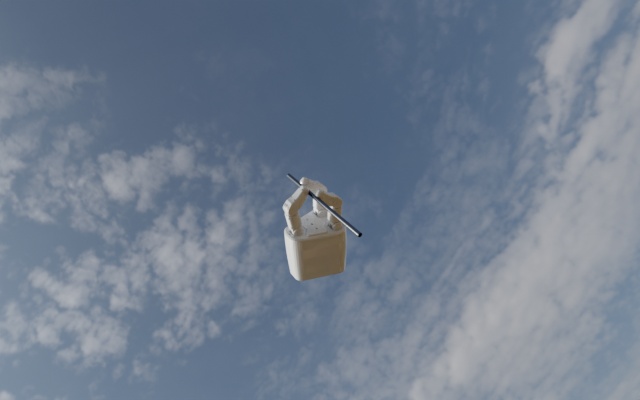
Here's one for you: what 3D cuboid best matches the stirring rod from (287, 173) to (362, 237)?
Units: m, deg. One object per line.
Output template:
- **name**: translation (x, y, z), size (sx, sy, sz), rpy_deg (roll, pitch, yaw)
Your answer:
- **stirring rod**: translation (0.000, 0.003, 0.841), size (0.011, 0.011, 0.239), rpy_deg (0, 25, -35)
